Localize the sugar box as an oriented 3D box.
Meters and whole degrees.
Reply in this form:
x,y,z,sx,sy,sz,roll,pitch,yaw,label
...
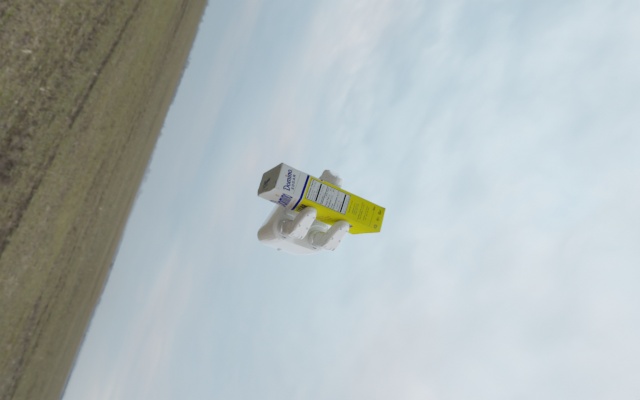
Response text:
x,y,z,sx,sy,sz,roll,pitch,yaw,label
0.000,0.003,0.716,0.176,0.048,0.093,20,-14,-19,sugar box
